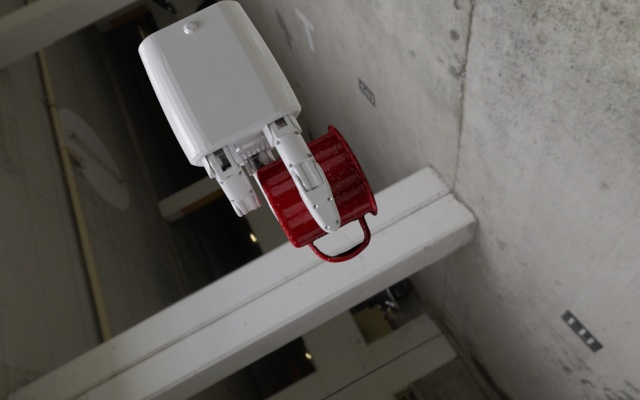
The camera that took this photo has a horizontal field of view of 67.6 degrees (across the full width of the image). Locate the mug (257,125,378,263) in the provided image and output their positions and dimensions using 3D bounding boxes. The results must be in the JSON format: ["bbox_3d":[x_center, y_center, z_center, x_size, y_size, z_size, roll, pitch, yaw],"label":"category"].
[{"bbox_3d":[0.001,0.003,0.435,0.081,0.117,0.093,-28,-5,-4],"label":"mug"}]
